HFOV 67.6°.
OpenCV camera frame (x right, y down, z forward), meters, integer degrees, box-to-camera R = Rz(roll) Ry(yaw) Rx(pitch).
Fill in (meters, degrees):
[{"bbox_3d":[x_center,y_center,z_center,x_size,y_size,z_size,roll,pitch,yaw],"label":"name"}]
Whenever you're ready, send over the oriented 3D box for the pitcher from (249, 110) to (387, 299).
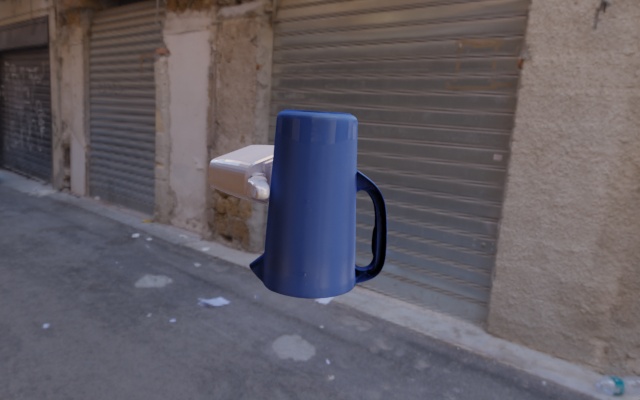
[{"bbox_3d":[0.000,0.002,0.654,0.149,0.243,0.145,-6,14,-43],"label":"pitcher"}]
